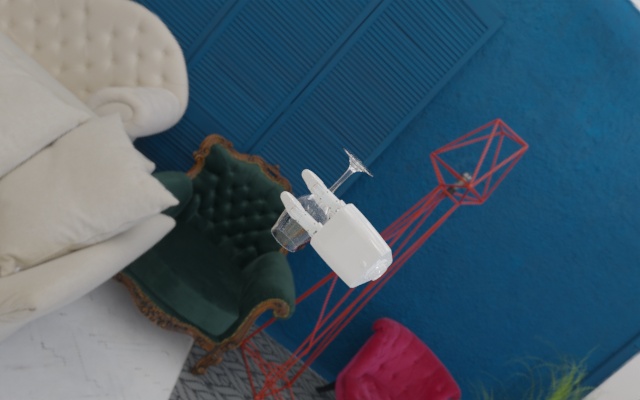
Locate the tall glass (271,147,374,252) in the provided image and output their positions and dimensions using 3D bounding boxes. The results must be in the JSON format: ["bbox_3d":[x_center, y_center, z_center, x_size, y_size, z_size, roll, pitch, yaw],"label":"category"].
[{"bbox_3d":[0.001,0.002,0.858,0.079,0.201,0.079,42,11,-10],"label":"tall glass"}]
